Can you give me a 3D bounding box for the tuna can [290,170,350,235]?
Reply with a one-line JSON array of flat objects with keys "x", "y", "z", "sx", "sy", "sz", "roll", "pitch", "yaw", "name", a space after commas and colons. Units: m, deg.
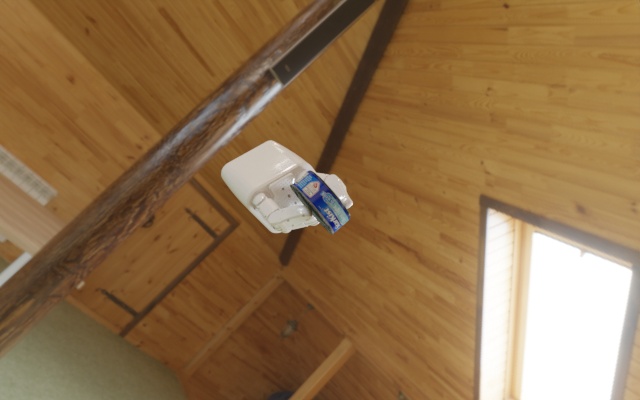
[{"x": 0.001, "y": 0.002, "z": 0.625, "sx": 0.034, "sy": 0.086, "sz": 0.086, "roll": -41, "pitch": 5, "yaw": -6, "name": "tuna can"}]
